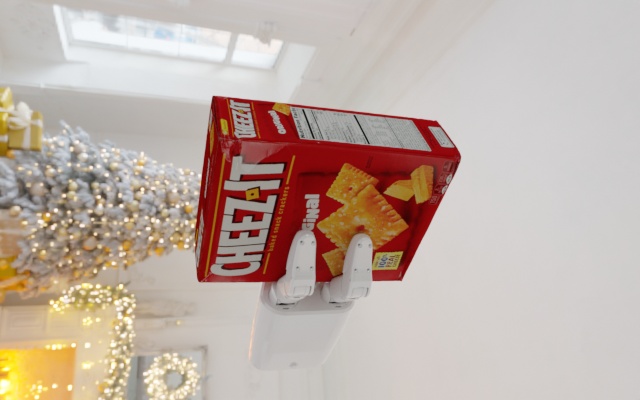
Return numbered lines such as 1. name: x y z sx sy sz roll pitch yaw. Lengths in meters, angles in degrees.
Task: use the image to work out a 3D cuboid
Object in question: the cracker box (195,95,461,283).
1. cracker box: 0.000 0.001 0.444 0.214 0.164 0.072 2 39 -20
